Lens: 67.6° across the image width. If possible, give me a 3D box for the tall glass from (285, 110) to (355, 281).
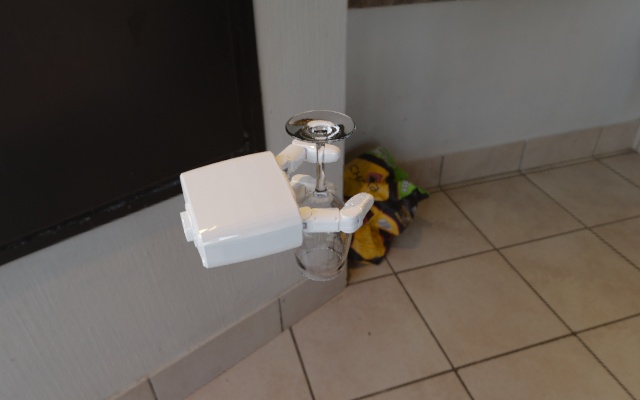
[{"bbox_3d":[0.000,0.001,0.561,0.079,0.201,0.079,-1,36,0],"label":"tall glass"}]
